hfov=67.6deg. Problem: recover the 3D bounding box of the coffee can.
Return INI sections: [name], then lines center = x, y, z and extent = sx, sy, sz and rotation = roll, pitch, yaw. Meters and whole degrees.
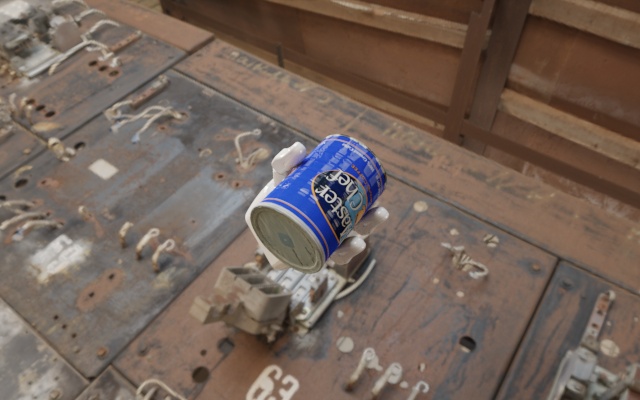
[coffee can]
center = 0.000, 0.002, 0.569
extent = 0.103, 0.103, 0.140
rotation = 0, 39, 48
